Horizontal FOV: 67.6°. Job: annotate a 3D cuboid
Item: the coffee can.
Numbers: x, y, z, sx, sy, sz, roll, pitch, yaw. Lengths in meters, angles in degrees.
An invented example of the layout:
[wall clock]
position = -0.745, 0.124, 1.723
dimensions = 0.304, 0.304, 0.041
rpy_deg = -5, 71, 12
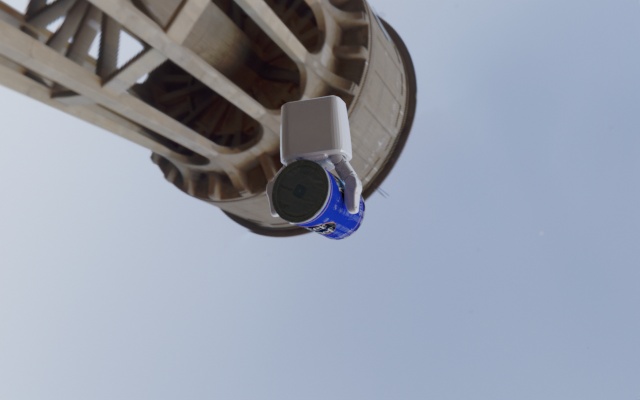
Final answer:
[coffee can]
position = 0.000, 0.003, 0.793
dimensions = 0.103, 0.102, 0.140
rpy_deg = 0, -15, 29
